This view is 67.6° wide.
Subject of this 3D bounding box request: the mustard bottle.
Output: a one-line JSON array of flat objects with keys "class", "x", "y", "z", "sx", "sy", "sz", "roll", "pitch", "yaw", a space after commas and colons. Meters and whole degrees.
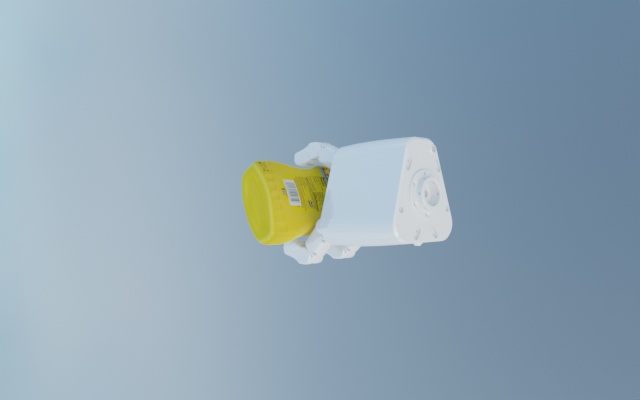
[{"class": "mustard bottle", "x": 0.000, "y": 0.002, "z": 0.597, "sx": 0.191, "sy": 0.096, "sz": 0.058, "roll": 0, "pitch": -28, "yaw": -39}]
